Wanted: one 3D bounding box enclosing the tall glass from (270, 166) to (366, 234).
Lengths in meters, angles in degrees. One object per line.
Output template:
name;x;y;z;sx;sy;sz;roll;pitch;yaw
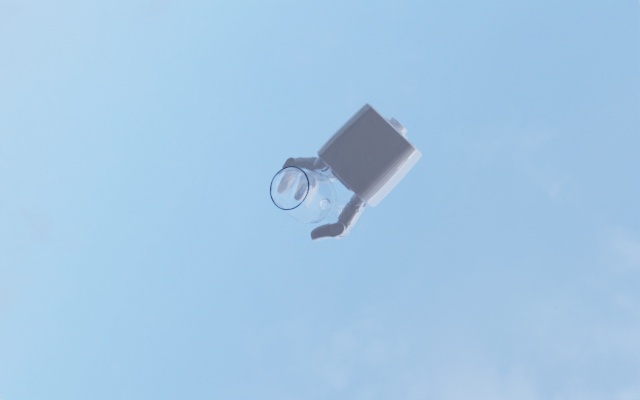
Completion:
tall glass;0.000;0.003;0.734;0.079;0.079;0.201;0;-11;26
